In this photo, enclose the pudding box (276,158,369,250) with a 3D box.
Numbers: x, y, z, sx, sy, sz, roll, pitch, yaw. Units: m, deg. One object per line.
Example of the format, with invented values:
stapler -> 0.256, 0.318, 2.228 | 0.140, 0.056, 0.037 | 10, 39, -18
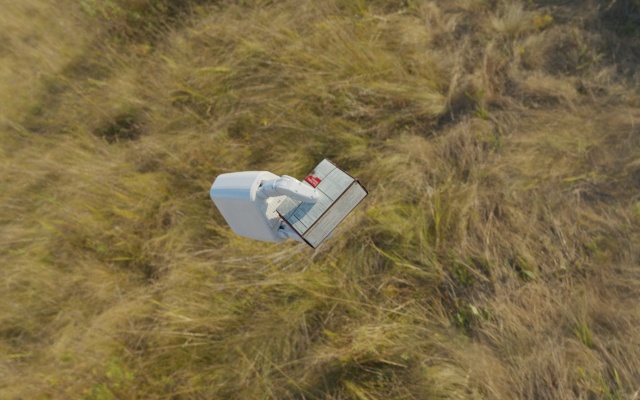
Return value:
pudding box -> 0.000, 0.002, 0.683 | 0.039, 0.113, 0.090 | 44, -2, -40
